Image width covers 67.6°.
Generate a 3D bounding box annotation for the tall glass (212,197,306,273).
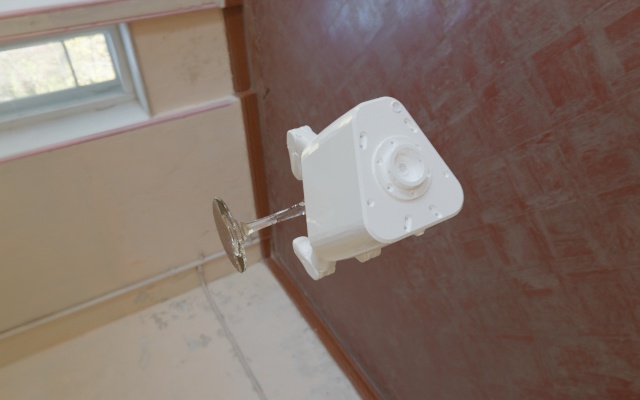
[{"bbox_3d":[-0.001,0.002,0.481,0.201,0.079,0.079,-20,8,-24],"label":"tall glass"}]
